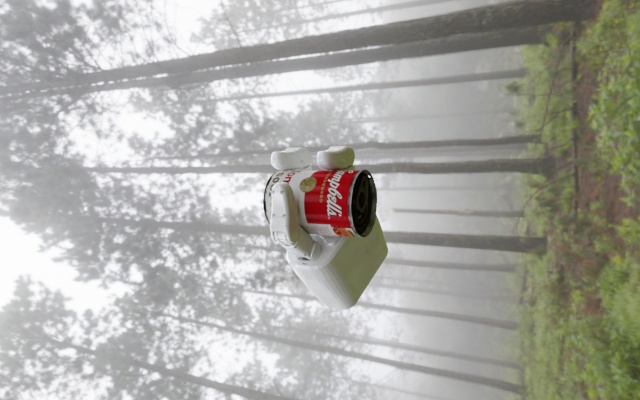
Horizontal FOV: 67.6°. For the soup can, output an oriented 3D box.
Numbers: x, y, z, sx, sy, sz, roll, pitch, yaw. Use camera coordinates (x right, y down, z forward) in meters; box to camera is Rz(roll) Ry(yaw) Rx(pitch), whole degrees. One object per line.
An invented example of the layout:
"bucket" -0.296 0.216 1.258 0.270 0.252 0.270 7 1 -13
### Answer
"soup can" 0.000 0.001 0.500 0.102 0.068 0.068 2 1 28
